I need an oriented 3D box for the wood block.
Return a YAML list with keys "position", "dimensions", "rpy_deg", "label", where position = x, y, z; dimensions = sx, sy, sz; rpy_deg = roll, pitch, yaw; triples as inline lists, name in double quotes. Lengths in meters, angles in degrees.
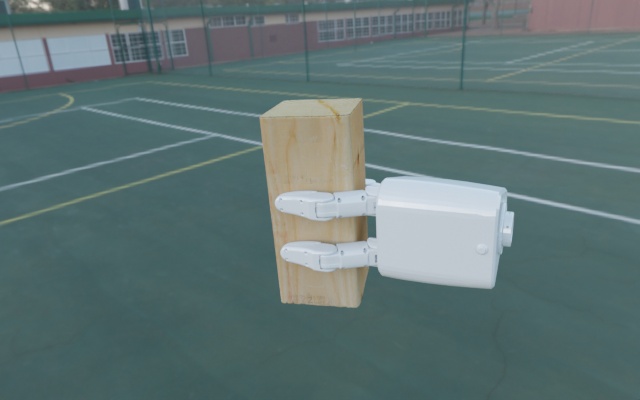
- position: [0.001, 0.001, 0.516]
  dimensions: [0.090, 0.206, 0.090]
  rpy_deg: [1, 22, 13]
  label: "wood block"
